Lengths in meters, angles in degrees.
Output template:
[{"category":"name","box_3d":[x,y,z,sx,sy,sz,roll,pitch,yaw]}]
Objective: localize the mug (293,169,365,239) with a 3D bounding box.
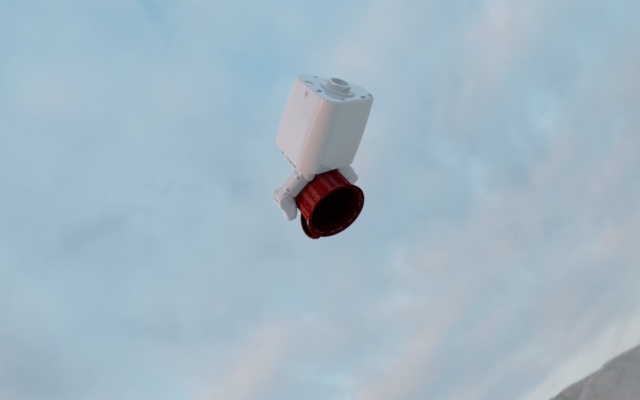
[{"category":"mug","box_3d":[0.000,0.003,0.704,0.093,0.117,0.081,-3,38,-36]}]
